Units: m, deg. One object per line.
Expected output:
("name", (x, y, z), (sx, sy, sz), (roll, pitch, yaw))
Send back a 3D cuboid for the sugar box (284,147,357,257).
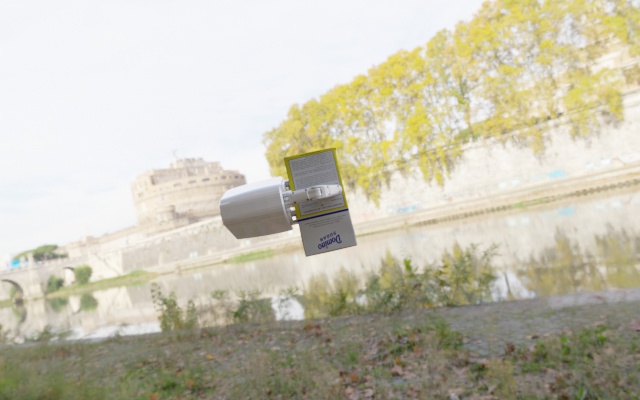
("sugar box", (0.000, 0.003, 0.831), (0.093, 0.176, 0.048), (-12, -3, 1))
